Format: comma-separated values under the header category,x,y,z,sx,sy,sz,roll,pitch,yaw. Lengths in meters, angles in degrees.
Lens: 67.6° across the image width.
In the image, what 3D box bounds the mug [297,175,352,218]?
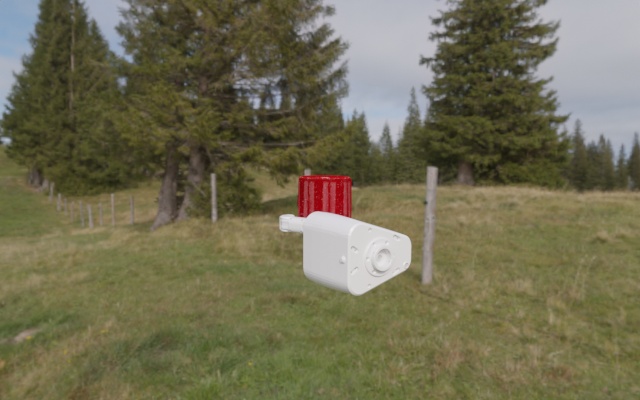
category,x,y,z,sx,sy,sz,roll,pitch,yaw
mug,-0.001,0.002,0.744,0.093,0.081,0.117,-3,7,-32
